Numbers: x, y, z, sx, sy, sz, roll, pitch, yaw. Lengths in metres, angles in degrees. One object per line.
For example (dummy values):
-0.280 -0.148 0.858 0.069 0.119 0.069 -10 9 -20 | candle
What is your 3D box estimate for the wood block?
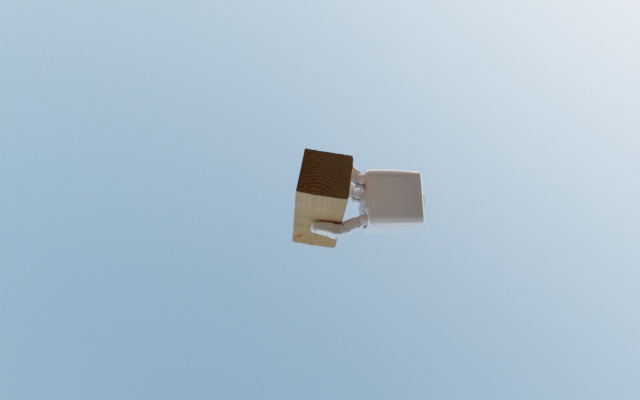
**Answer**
0.000 0.003 0.893 0.090 0.090 0.206 9 -29 0 | wood block
